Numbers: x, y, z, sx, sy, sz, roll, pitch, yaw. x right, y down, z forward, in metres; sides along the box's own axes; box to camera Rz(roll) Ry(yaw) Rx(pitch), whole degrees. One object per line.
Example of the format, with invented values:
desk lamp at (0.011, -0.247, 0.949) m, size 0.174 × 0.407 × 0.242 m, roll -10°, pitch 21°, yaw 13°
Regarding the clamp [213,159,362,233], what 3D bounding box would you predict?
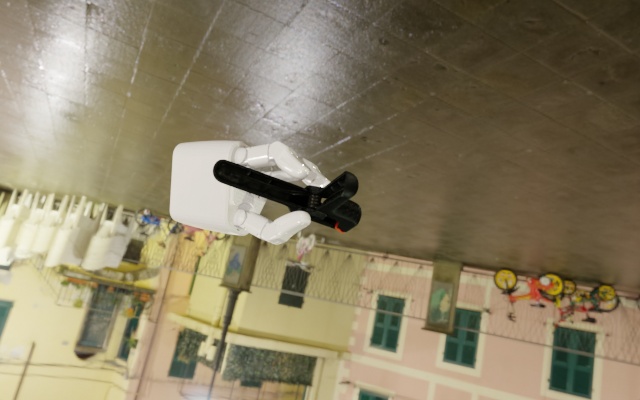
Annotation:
clamp at (0.000, 0.003, 0.556) m, size 0.164 × 0.036 × 0.210 m, roll 6°, pitch -14°, yaw 32°
